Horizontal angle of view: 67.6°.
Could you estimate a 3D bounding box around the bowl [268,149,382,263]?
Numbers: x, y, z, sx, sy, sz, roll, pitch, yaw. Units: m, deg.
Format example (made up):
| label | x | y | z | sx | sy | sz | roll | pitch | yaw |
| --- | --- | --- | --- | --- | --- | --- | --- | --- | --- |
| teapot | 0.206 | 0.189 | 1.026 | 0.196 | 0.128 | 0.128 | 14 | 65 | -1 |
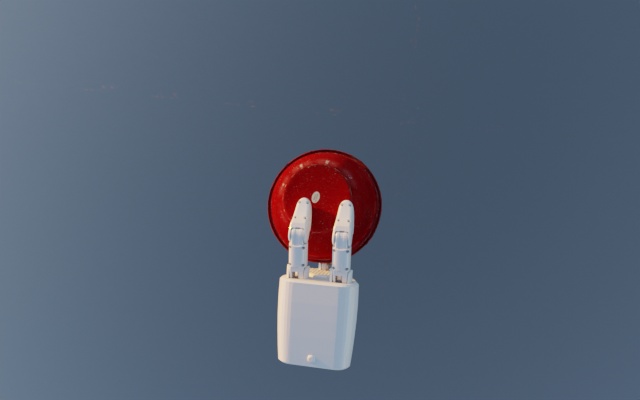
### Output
| label | x | y | z | sx | sy | sz | roll | pitch | yaw |
| --- | --- | --- | --- | --- | --- | --- | --- | --- | --- |
| bowl | 0.000 | 0.001 | 0.641 | 0.162 | 0.162 | 0.055 | 0 | -10 | 10 |
